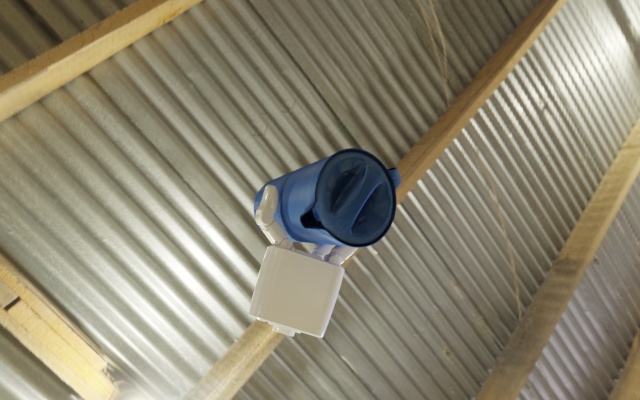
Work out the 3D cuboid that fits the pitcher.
[{"bbox_3d":[0.000,0.003,0.736,0.149,0.145,0.243,24,-16,-27],"label":"pitcher"}]
